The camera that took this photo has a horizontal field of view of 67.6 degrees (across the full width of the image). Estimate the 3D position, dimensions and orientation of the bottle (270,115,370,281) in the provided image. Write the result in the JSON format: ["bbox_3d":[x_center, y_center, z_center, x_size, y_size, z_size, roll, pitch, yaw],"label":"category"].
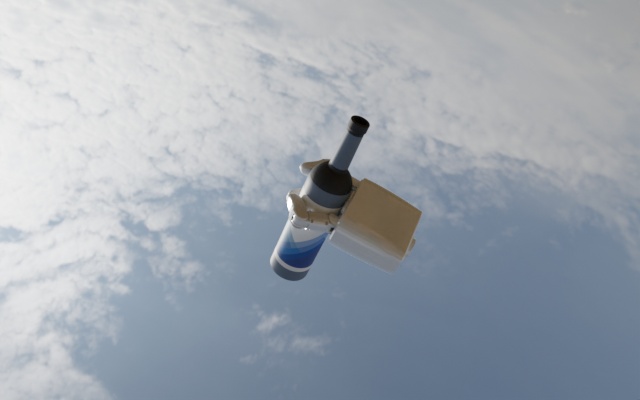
[{"bbox_3d":[0.000,0.002,0.712,0.069,0.296,0.069,16,37,-13],"label":"bottle"}]
